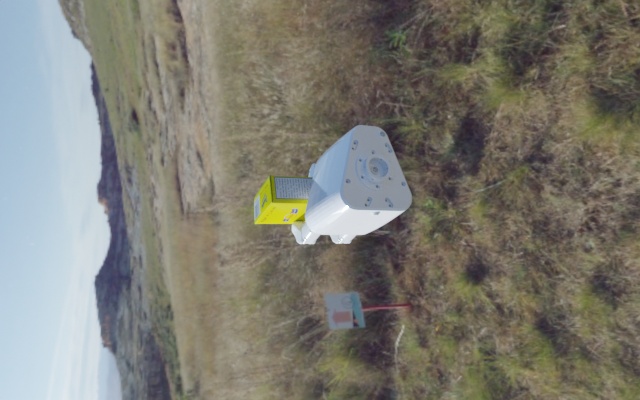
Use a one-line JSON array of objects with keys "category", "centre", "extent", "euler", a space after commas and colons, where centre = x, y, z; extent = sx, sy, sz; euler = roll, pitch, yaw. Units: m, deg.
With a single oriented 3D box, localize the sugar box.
[{"category": "sugar box", "centre": [0.000, 0.003, 0.685], "extent": [0.176, 0.048, 0.093], "euler": [3, -21, -21]}]
